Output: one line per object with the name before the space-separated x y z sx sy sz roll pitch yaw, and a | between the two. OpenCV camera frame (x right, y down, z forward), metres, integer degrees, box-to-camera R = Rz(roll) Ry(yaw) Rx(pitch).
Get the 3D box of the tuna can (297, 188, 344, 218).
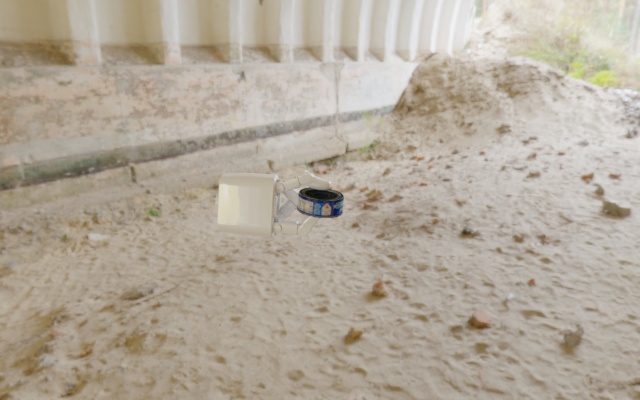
tuna can | 0.000 0.002 0.877 0.086 0.034 0.086 6 17 -2
